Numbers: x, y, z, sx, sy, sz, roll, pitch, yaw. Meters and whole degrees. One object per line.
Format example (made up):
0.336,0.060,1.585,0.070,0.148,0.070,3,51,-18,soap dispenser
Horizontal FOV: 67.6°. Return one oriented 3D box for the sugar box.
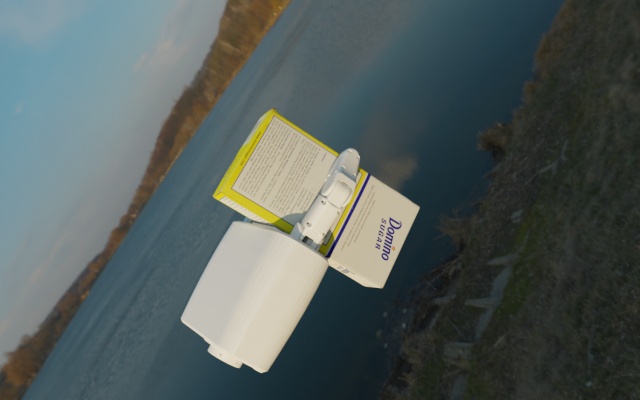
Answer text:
0.000,0.002,0.452,0.176,0.093,0.048,34,-16,-17,sugar box
